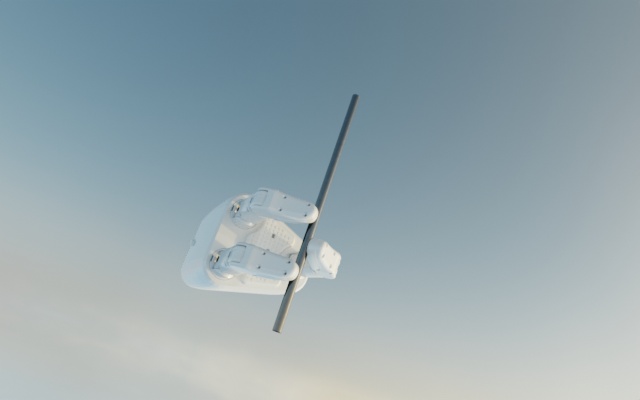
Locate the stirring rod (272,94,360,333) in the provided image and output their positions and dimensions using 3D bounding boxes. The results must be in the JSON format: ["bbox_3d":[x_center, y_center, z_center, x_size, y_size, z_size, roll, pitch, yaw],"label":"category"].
[{"bbox_3d":[0.000,0.001,0.434,0.011,0.239,0.011,16,-22,7],"label":"stirring rod"}]
